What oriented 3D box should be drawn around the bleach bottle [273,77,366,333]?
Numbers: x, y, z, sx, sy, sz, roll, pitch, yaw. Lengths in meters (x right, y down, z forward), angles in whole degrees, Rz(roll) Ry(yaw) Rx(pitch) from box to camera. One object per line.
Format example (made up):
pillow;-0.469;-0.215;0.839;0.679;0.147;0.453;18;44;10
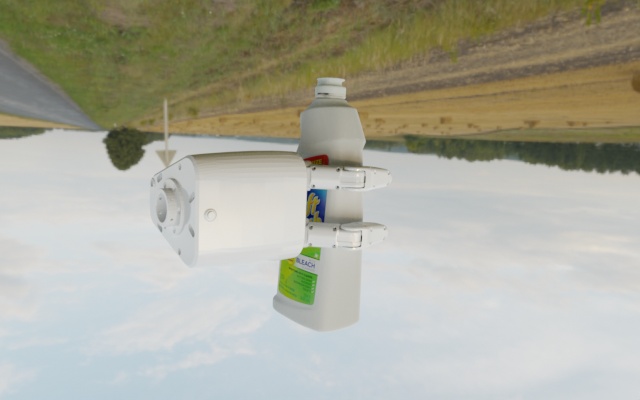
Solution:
bleach bottle;0.000;0.002;0.501;0.068;0.251;0.102;-4;10;-38
